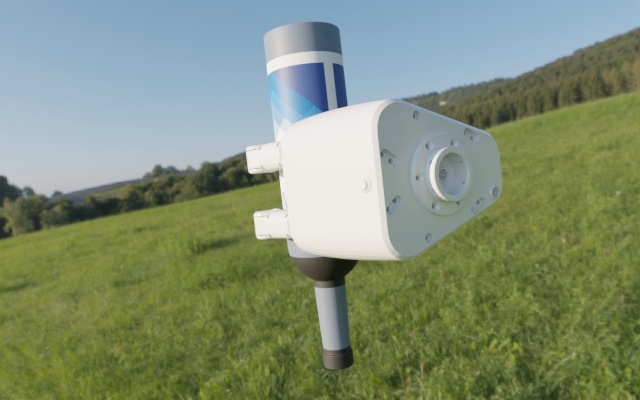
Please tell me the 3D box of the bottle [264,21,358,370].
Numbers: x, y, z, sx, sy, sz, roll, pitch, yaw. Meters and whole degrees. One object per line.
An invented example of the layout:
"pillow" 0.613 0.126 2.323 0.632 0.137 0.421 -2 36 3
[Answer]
"bottle" 0.000 0.001 0.423 0.069 0.296 0.069 -6 3 0
